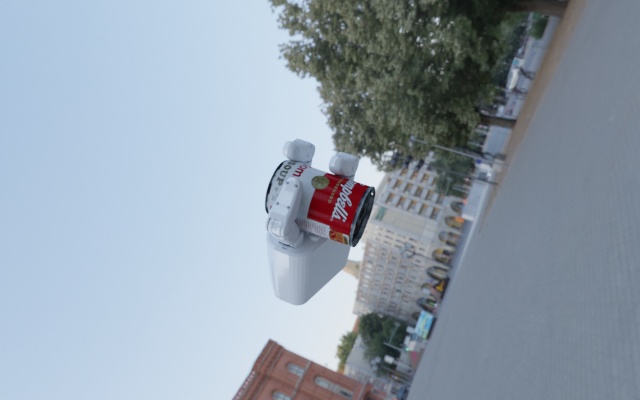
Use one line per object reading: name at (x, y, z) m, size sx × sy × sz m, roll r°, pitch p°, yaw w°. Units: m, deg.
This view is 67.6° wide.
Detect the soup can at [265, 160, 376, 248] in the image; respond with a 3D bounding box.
soup can at (0.000, 0.001, 0.515) m, size 0.102 × 0.068 × 0.068 m, roll 19°, pitch 5°, yaw 16°
